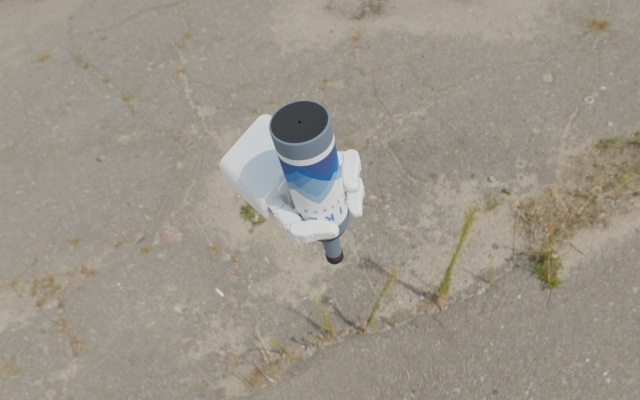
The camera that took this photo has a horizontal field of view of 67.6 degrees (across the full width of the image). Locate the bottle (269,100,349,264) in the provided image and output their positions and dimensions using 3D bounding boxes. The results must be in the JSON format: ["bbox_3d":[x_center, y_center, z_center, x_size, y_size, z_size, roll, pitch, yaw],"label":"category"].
[{"bbox_3d":[0.000,0.002,0.621,0.069,0.069,0.296,0,-35,11],"label":"bottle"}]
